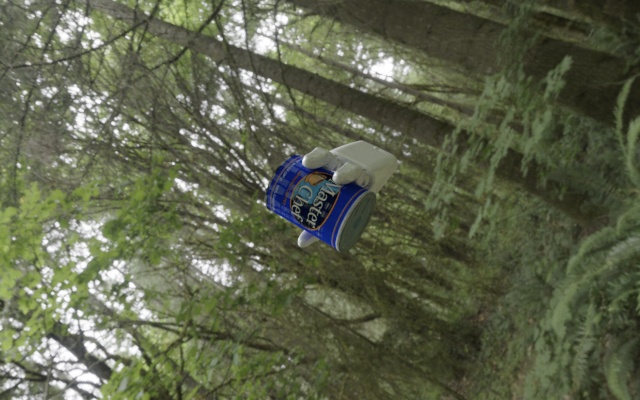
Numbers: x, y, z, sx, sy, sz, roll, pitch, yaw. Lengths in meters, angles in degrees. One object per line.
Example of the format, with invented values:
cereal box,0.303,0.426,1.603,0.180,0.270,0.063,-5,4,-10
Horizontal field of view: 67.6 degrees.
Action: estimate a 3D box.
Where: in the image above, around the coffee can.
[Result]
coffee can,0.000,0.003,0.738,0.140,0.103,0.103,29,11,22
